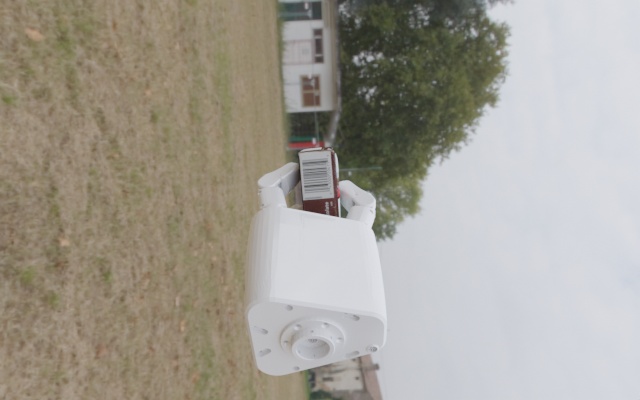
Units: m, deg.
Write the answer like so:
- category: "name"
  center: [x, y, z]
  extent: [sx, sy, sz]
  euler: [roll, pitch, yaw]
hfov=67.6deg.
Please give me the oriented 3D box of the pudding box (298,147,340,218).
- category: "pudding box"
  center: [0.000, 0.002, 0.501]
  extent: [0.039, 0.113, 0.090]
  euler: [-3, 8, 0]
